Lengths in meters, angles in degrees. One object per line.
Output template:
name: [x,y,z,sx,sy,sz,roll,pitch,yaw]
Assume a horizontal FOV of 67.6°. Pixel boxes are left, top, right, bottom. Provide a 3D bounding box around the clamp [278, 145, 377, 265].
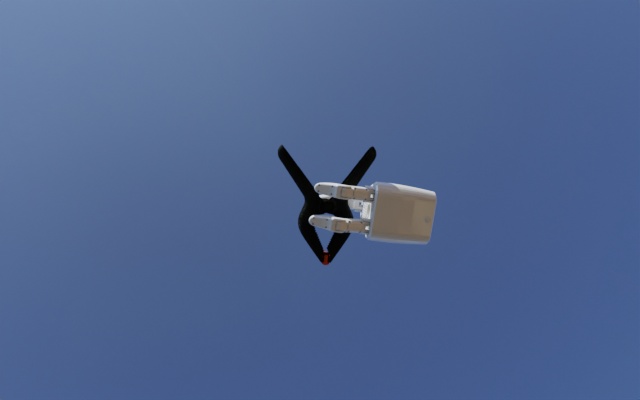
clamp: [0.000,0.003,0.810,0.164,0.210,0.036,7,7,-4]
